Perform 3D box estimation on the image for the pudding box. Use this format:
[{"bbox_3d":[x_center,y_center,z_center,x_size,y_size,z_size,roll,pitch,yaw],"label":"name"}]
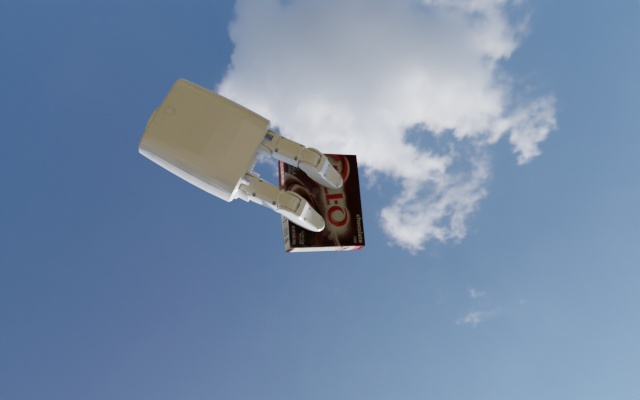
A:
[{"bbox_3d":[0.000,0.002,0.551,0.090,0.113,0.039,0,-12,-18],"label":"pudding box"}]
